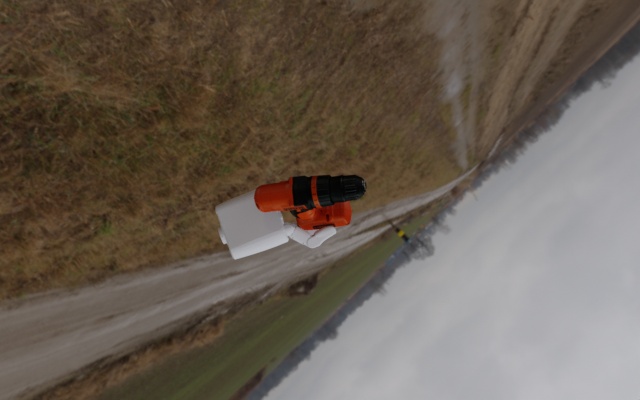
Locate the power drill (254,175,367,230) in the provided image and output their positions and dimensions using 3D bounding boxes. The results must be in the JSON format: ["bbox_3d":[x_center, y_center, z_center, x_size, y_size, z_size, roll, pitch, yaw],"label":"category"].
[{"bbox_3d":[0.000,0.003,0.829,0.184,0.057,0.188,-5,-17,14],"label":"power drill"}]
